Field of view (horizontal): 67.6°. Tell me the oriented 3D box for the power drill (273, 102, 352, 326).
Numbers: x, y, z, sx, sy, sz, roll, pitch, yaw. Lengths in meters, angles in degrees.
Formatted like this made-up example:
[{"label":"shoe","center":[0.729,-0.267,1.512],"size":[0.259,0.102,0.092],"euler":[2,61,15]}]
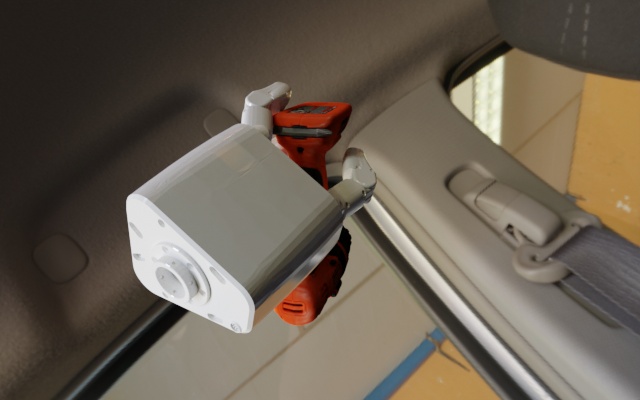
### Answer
[{"label":"power drill","center":[0.000,0.001,0.468],"size":[0.057,0.188,0.184],"euler":[2,17,12]}]
